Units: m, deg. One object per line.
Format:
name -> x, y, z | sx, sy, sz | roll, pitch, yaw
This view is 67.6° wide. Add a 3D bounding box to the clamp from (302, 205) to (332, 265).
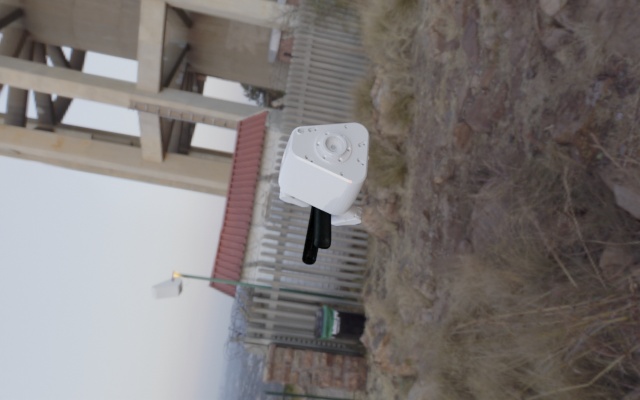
clamp -> -0.001, 0.002, 0.792 | 0.036, 0.210, 0.165 | 10, -24, -8
